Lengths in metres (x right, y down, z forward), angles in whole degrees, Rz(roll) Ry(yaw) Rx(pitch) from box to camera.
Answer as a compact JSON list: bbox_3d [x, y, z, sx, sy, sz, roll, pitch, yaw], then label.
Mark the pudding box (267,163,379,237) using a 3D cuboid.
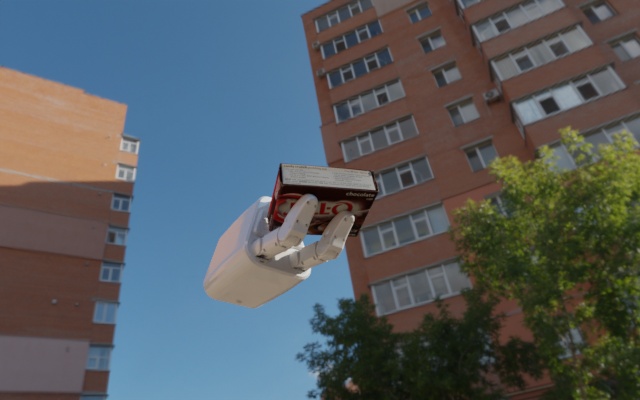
[{"bbox_3d":[0.000,0.002,0.556,0.113,0.039,0.090,2,-38,-14],"label":"pudding box"}]
